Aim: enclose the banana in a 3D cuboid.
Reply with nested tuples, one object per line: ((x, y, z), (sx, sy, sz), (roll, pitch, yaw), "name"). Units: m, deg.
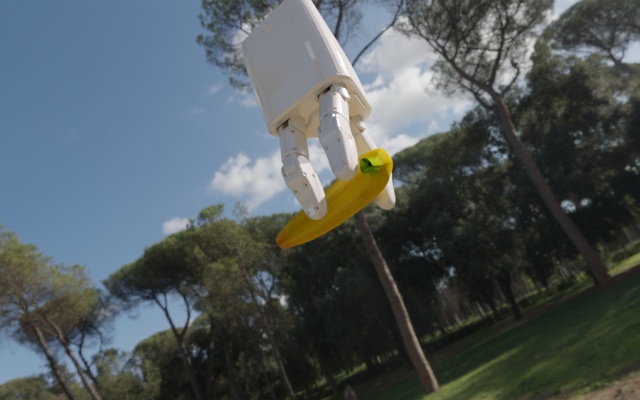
((0.017, -0.003, 0.475), (0.069, 0.037, 0.198), (-11, -20, -32), "banana")
